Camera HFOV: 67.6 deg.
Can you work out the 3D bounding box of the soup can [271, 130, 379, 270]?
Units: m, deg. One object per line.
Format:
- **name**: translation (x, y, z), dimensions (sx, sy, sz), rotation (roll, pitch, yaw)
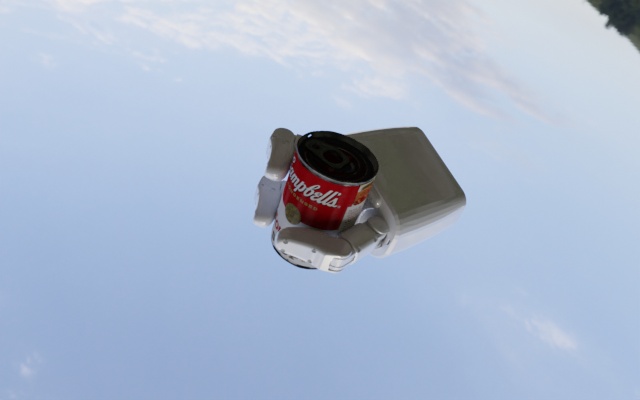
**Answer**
- **soup can**: translation (0.000, 0.002, 0.407), dimensions (0.068, 0.102, 0.068), rotation (13, 39, -10)
